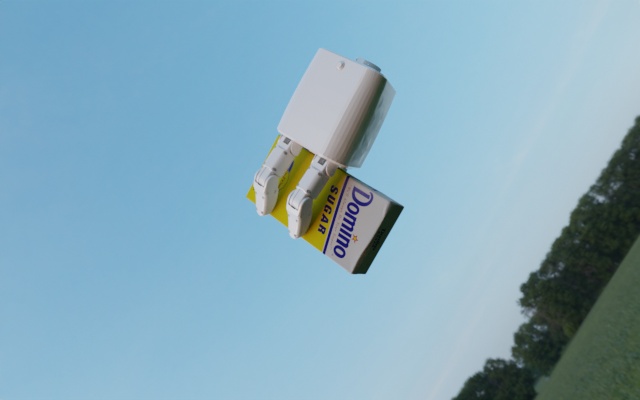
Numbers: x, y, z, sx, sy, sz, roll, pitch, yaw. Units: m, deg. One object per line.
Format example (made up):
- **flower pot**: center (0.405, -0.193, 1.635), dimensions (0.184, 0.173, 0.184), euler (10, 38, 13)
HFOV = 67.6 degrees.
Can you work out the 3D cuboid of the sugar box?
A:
- **sugar box**: center (0.000, 0.002, 0.565), dimensions (0.176, 0.093, 0.048), euler (33, 9, 31)
